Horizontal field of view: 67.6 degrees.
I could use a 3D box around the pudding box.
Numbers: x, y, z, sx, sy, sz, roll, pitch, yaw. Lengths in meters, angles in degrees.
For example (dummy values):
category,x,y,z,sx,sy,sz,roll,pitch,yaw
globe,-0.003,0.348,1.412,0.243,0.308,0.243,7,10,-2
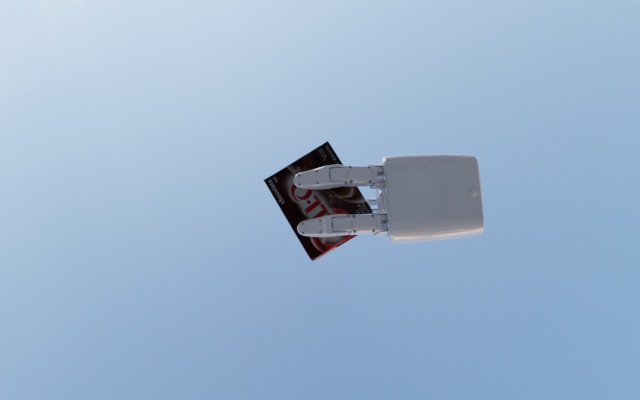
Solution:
category,x,y,z,sx,sy,sz,roll,pitch,yaw
pudding box,0.000,0.002,0.565,0.090,0.113,0.039,-31,-9,-2
